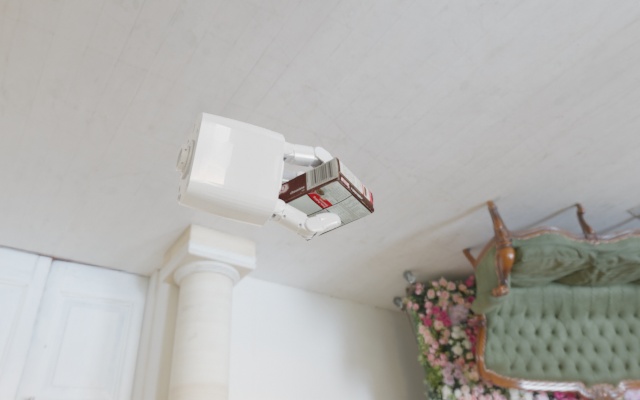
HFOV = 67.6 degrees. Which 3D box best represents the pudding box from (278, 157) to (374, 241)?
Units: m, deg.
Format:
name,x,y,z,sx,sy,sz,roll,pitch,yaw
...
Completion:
name,x,y,z,sx,sy,sz,roll,pitch,yaw
pudding box,0.000,0.002,0.626,0.113,0.039,0.090,-23,-42,26
